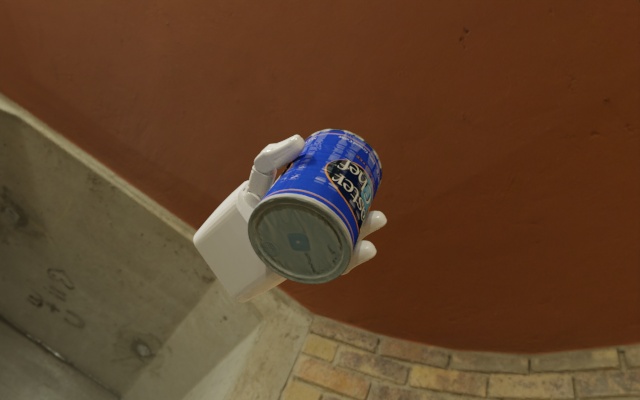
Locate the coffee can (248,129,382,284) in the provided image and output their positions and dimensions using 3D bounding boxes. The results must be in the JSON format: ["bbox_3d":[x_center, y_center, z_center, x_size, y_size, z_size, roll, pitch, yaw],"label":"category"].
[{"bbox_3d":[0.000,0.002,0.495,0.103,0.103,0.140,0,33,21],"label":"coffee can"}]
